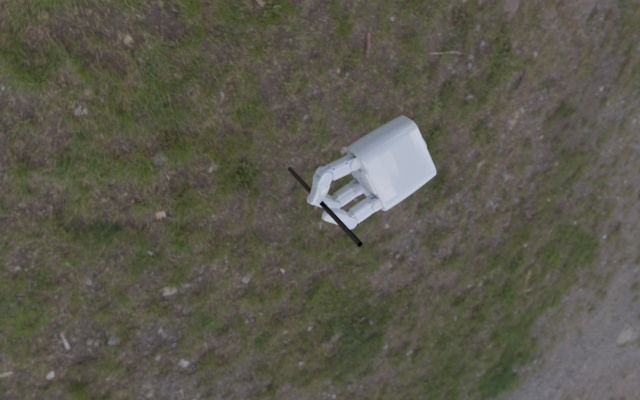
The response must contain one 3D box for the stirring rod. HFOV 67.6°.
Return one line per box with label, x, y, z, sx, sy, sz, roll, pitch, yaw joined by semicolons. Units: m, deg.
stirring rod;0.000;0.002;0.734;0.011;0.011;0.239;0;28;-30
